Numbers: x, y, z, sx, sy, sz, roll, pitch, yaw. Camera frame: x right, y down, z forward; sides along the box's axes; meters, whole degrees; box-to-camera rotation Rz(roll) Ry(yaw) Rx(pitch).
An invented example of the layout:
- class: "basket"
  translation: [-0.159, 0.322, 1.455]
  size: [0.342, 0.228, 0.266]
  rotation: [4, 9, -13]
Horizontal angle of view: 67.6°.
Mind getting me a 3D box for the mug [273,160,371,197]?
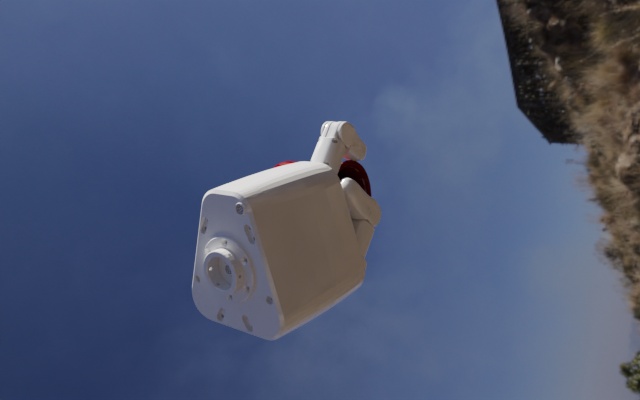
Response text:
- class: "mug"
  translation: [0.001, 0.001, 0.484]
  size: [0.081, 0.093, 0.117]
  rotation: [8, 15, 33]
